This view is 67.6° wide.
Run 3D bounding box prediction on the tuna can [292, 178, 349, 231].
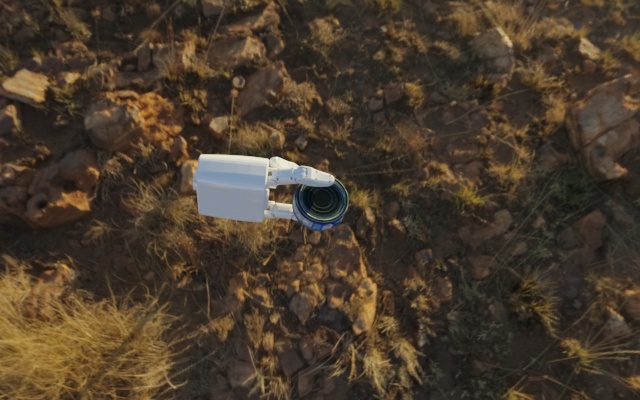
[{"bbox_3d":[0.000,0.002,0.744,0.086,0.086,0.034,0,-24,-12],"label":"tuna can"}]
